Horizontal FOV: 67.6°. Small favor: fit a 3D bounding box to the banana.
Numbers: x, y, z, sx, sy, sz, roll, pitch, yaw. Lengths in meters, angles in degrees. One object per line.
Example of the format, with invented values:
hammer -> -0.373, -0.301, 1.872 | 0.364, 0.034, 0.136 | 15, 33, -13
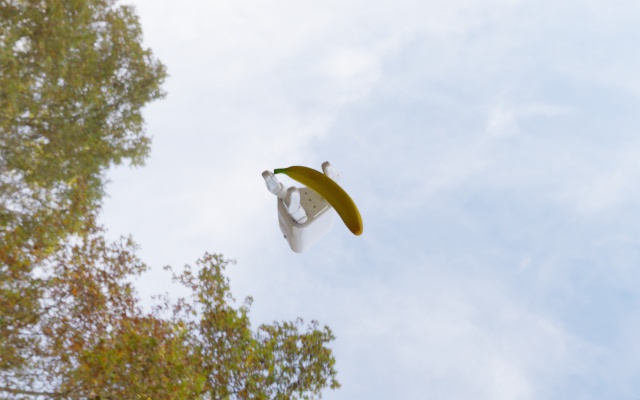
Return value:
banana -> 0.009, -0.010, 0.849 | 0.197, 0.037, 0.069 | 35, 56, 19
